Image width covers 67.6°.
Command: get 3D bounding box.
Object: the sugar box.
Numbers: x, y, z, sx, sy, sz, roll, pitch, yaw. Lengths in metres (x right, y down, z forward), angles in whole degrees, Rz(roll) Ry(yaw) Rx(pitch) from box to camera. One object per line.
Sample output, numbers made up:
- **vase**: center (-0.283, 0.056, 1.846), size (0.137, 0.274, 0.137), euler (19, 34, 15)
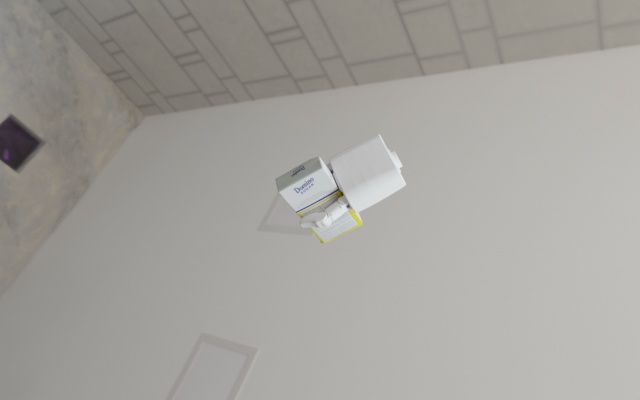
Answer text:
- **sugar box**: center (0.000, 0.003, 0.895), size (0.093, 0.048, 0.176), euler (-28, -49, 10)
